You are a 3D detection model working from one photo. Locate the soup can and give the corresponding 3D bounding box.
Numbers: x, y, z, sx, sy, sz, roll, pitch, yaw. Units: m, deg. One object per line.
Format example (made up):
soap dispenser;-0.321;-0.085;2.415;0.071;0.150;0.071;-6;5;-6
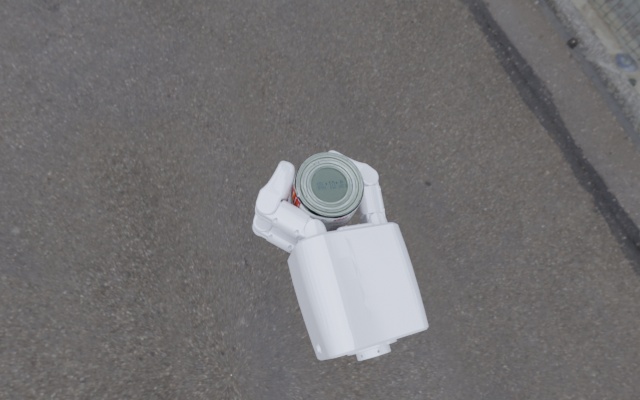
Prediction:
soup can;0.000;0.001;0.487;0.068;0.068;0.102;0;-20;-11
